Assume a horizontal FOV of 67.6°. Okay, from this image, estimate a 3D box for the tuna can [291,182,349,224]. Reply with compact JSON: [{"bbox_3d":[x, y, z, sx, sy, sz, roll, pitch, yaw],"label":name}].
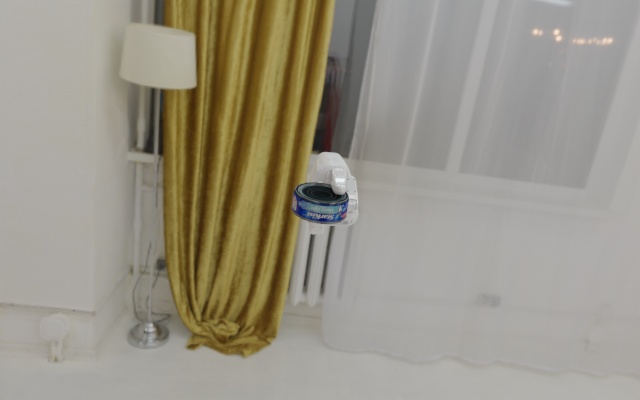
[{"bbox_3d":[0.000,0.002,0.727,0.086,0.034,0.086,8,22,-3],"label":"tuna can"}]
